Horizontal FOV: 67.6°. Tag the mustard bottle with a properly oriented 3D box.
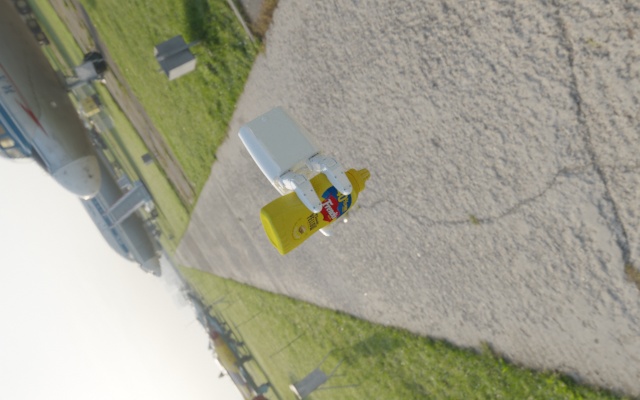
[{"bbox_3d":[0.000,0.003,0.757,0.191,0.096,0.058,-33,50,-18],"label":"mustard bottle"}]
